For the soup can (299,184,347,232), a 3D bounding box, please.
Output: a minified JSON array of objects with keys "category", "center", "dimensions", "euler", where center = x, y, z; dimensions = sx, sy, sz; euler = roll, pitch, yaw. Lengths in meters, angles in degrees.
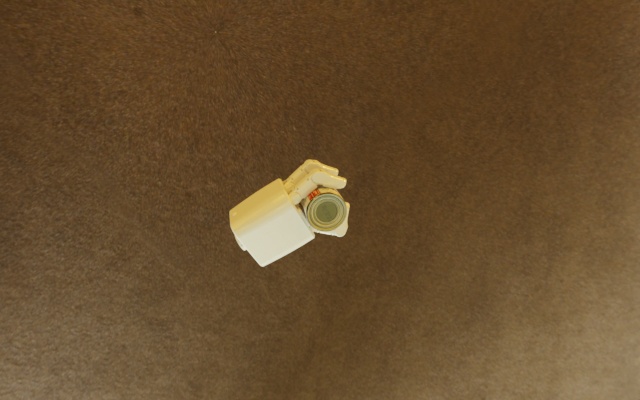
[{"category":"soup can","center":[0.001,0.003,0.798],"dimensions":[0.068,0.068,0.102],"euler":[0,19,-12]}]
